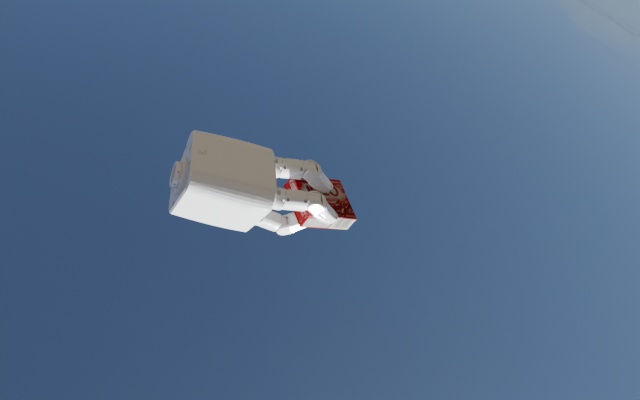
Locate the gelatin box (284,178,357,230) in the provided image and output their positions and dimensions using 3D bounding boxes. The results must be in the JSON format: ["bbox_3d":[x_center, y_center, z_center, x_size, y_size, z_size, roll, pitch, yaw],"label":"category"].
[{"bbox_3d":[0.000,0.003,0.674,0.089,0.073,0.030,6,-41,-37],"label":"gelatin box"}]
